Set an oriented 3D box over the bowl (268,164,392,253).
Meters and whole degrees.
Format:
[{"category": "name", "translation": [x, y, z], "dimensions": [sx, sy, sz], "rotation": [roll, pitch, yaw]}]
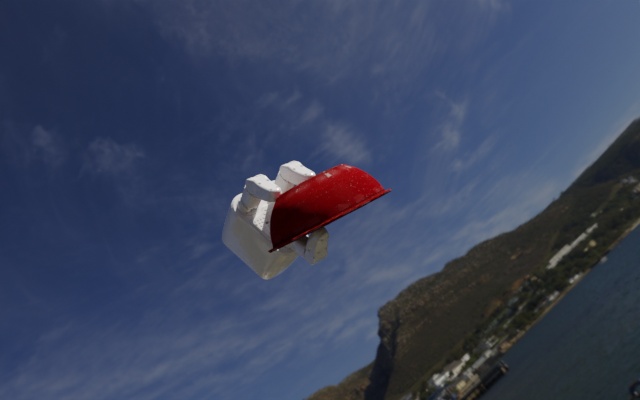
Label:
[{"category": "bowl", "translation": [0.001, 0.001, 0.564], "dimensions": [0.162, 0.055, 0.162], "rotation": [-27, -2, -1]}]
